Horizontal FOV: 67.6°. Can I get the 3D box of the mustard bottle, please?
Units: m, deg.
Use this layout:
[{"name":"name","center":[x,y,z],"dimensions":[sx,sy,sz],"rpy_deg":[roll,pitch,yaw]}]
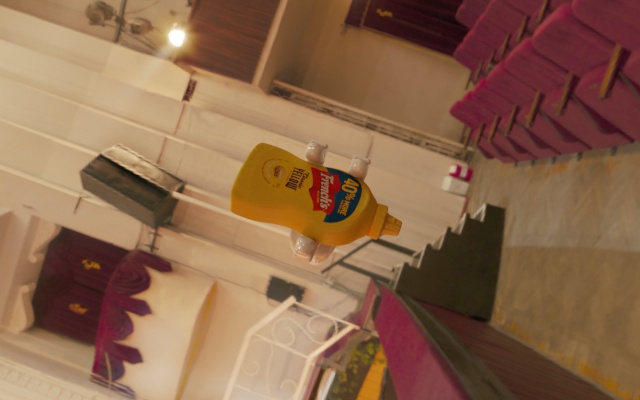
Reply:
[{"name":"mustard bottle","center":[0.000,0.002,0.550],"dimensions":[0.191,0.096,0.058],"rpy_deg":[19,-41,3]}]
